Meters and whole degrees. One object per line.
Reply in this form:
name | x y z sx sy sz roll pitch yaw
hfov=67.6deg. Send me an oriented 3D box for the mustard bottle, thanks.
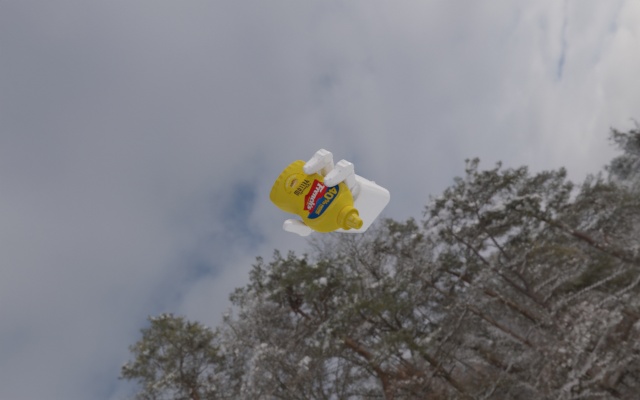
mustard bottle | 0.000 0.003 0.836 0.191 0.096 0.058 31 -13 39
